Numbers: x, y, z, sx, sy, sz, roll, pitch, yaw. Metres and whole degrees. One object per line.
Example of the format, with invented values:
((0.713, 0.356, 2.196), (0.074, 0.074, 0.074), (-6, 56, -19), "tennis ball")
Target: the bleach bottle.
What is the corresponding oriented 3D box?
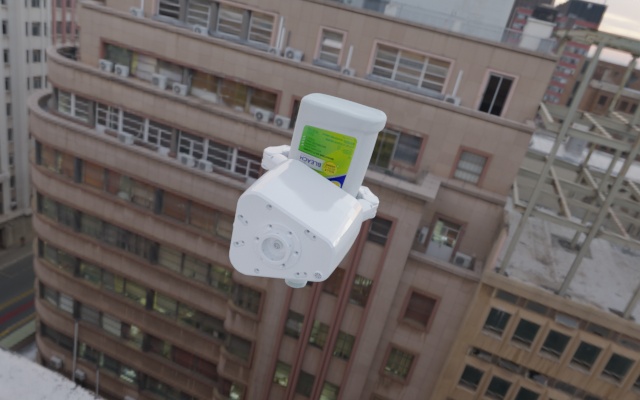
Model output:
((0.000, 0.002, 0.597), (0.102, 0.251, 0.068), (19, 25, 13), "bleach bottle")
